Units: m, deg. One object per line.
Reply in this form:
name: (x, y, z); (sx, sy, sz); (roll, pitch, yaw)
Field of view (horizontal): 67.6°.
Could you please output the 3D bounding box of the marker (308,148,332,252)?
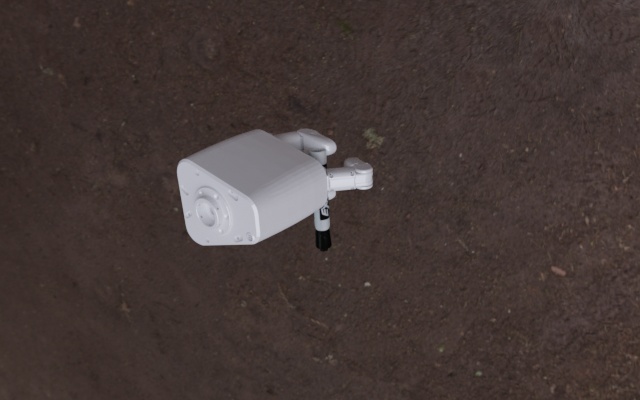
marker: (0.000, 0.002, 0.532); (0.020, 0.121, 0.020); (-3, 22, 1)
